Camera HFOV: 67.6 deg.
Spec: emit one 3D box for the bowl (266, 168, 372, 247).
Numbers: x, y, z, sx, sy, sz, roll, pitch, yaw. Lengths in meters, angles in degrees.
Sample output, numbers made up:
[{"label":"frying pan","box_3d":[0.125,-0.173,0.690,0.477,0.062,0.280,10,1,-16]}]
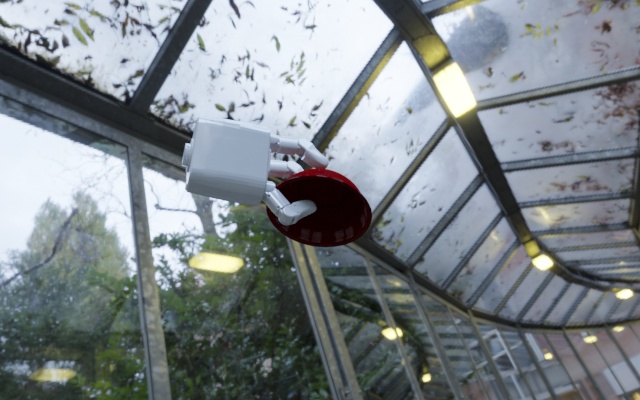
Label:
[{"label":"bowl","box_3d":[0.001,0.003,0.739,0.162,0.055,0.162,5,-43,5]}]
